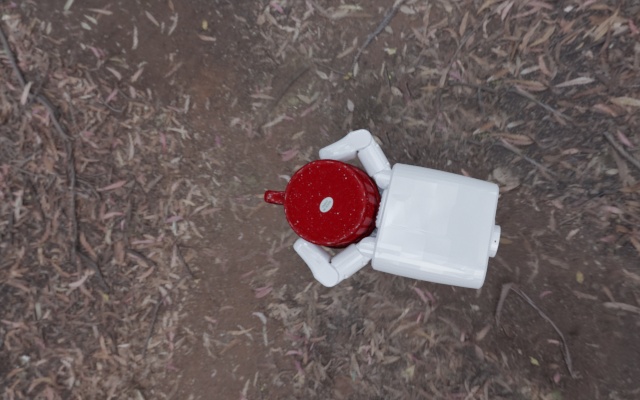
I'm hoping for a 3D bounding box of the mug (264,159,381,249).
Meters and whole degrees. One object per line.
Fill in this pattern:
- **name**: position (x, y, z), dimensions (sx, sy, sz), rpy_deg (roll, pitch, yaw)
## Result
- **mug**: position (-0.001, 0.001, 0.479), dimensions (0.117, 0.093, 0.081), rpy_deg (9, -1, 12)
